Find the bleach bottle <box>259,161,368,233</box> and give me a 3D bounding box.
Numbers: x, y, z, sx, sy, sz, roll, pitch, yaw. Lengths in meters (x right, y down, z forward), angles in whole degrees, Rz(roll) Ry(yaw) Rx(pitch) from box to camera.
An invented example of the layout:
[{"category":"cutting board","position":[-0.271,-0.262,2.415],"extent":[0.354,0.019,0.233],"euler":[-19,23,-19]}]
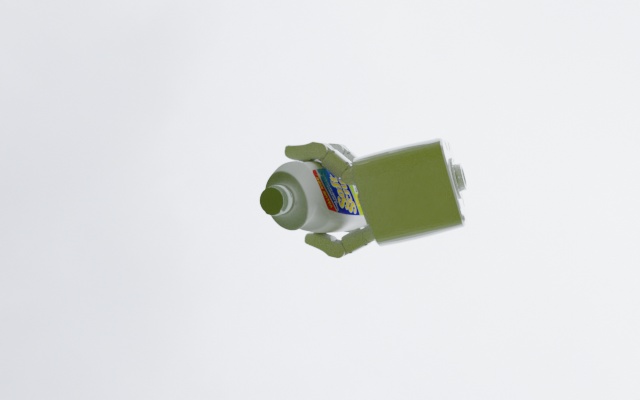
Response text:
[{"category":"bleach bottle","position":[0.000,0.002,0.596],"extent":[0.068,0.102,0.251],"euler":[-16,-3,22]}]
